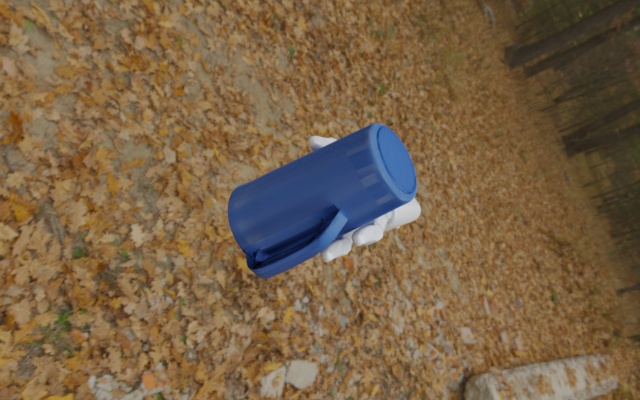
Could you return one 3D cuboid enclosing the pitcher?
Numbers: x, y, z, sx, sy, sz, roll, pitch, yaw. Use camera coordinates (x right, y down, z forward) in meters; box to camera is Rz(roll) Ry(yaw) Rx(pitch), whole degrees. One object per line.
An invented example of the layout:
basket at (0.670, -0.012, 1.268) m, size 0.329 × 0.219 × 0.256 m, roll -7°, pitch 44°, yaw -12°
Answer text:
pitcher at (0.000, 0.002, 0.640) m, size 0.243 × 0.149 × 0.145 m, roll -25°, pitch -13°, yaw 31°
